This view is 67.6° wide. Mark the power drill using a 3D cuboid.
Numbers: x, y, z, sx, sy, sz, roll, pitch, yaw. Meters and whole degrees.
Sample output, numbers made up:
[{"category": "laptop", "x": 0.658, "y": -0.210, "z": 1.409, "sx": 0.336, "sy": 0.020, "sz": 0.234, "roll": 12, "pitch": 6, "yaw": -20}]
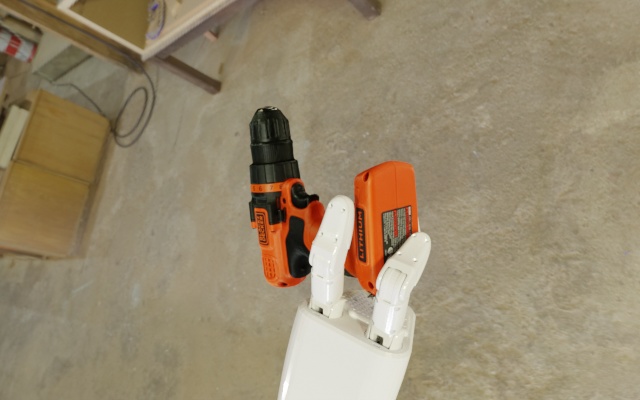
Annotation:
[{"category": "power drill", "x": 0.000, "y": 0.002, "z": 0.435, "sx": 0.057, "sy": 0.184, "sz": 0.187, "roll": -15, "pitch": 13, "yaw": -37}]
